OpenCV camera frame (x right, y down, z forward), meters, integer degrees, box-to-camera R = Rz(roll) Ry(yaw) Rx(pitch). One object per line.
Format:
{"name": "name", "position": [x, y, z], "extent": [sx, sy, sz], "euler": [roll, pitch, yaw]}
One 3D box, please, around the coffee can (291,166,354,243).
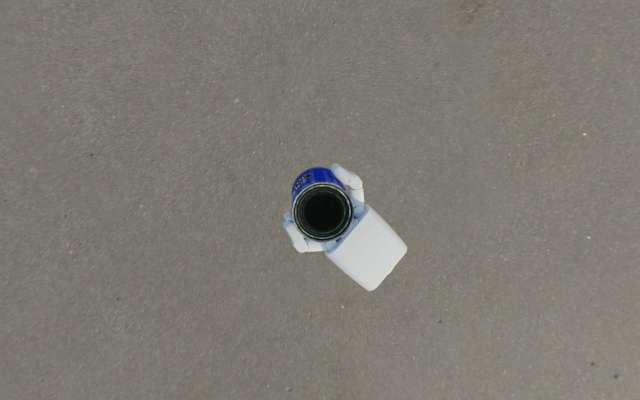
{"name": "coffee can", "position": [0.000, 0.003, 0.837], "extent": [0.103, 0.103, 0.140], "euler": [0, 14, -3]}
